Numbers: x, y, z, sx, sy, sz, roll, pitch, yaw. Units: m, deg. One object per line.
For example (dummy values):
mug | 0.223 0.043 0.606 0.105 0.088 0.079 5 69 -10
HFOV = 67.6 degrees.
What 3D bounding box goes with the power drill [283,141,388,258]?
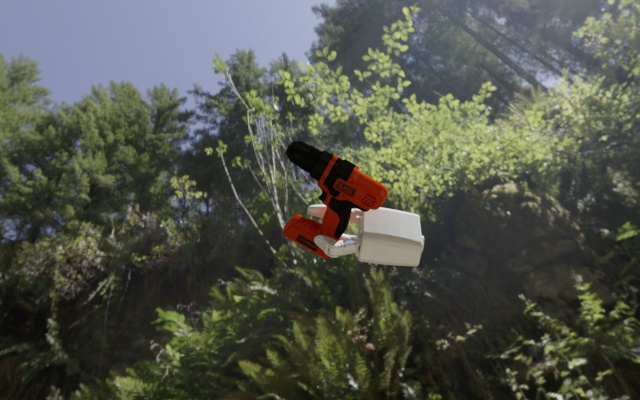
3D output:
power drill | 0.000 0.003 0.833 0.184 0.188 0.057 30 40 2
